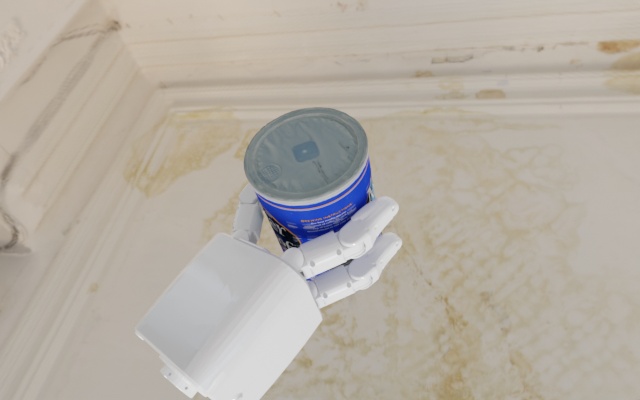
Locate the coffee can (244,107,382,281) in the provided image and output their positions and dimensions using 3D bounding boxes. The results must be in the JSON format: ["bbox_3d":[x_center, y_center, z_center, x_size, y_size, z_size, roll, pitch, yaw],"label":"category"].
[{"bbox_3d":[0.000,0.001,0.438,0.103,0.102,0.140,0,-37,13],"label":"coffee can"}]
